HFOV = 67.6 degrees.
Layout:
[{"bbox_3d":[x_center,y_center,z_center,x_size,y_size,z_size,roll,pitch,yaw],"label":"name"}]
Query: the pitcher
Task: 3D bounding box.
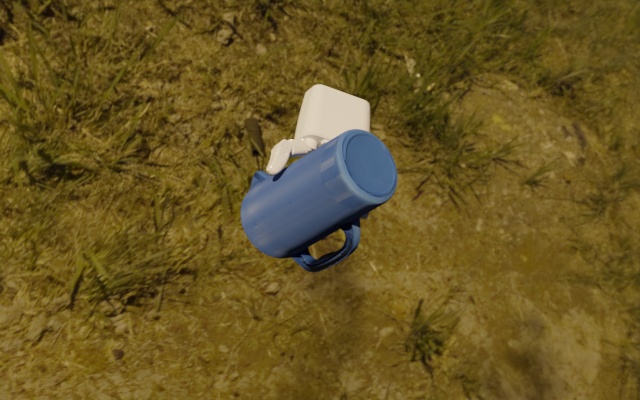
[{"bbox_3d":[0.000,0.002,0.706,0.149,0.145,0.243,26,-34,-27],"label":"pitcher"}]
